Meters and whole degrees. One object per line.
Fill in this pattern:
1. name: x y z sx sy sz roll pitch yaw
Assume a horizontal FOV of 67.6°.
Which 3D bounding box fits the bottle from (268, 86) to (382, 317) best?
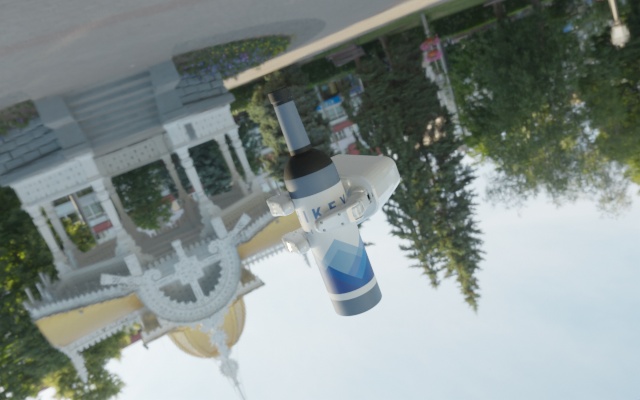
1. bottle: 0.000 0.002 0.603 0.069 0.296 0.069 -20 13 5
